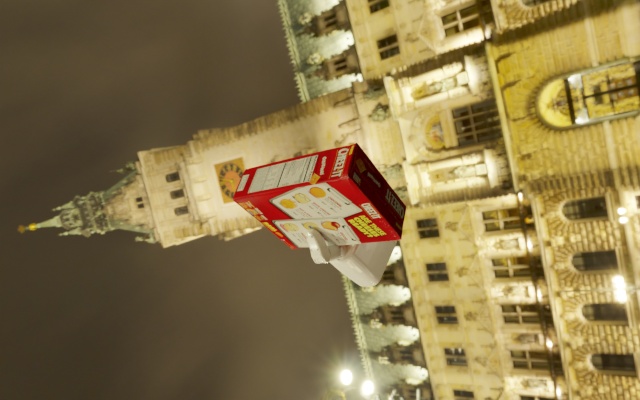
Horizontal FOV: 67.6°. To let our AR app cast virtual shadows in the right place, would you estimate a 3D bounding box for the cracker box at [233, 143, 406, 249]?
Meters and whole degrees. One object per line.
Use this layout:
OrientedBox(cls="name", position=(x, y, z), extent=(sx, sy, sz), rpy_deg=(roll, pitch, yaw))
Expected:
OrientedBox(cls="cracker box", position=(0.000, 0.003, 0.740), extent=(0.214, 0.072, 0.164), rpy_deg=(-10, -39, 34))
